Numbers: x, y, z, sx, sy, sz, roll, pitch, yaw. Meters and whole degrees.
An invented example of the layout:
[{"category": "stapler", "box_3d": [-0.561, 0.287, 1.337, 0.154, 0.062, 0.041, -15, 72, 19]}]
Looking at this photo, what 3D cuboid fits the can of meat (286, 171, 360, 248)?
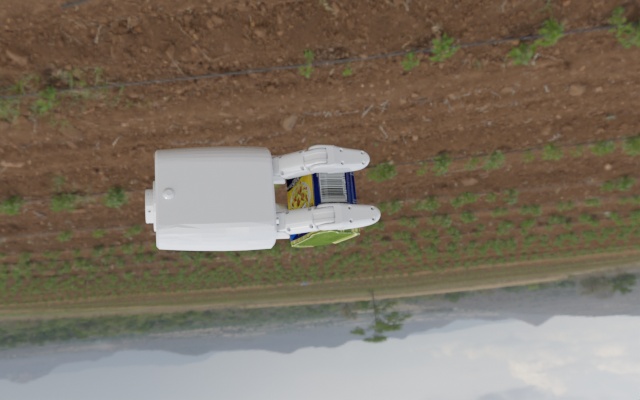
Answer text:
[{"category": "can of meat", "box_3d": [0.000, 0.002, 0.507, 0.057, 0.084, 0.102, 0, -13, -21]}]
